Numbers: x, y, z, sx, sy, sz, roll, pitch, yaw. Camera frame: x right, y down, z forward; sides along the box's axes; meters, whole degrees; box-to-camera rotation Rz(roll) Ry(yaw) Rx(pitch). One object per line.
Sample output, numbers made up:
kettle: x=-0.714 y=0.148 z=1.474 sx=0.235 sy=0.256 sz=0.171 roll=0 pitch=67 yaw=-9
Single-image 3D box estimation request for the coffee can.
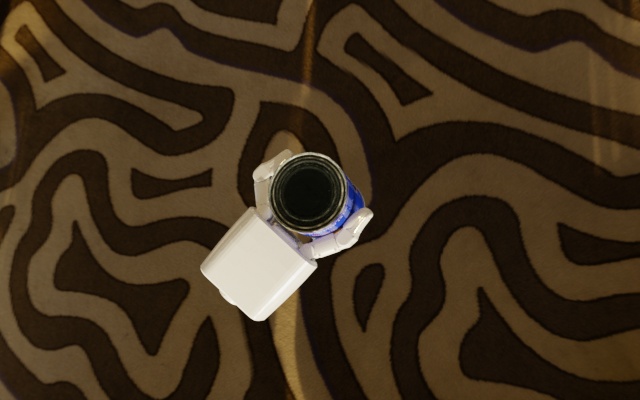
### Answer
coffee can: x=0.000 y=0.002 z=0.653 sx=0.103 sy=0.102 sz=0.140 roll=0 pitch=-11 yaw=14
